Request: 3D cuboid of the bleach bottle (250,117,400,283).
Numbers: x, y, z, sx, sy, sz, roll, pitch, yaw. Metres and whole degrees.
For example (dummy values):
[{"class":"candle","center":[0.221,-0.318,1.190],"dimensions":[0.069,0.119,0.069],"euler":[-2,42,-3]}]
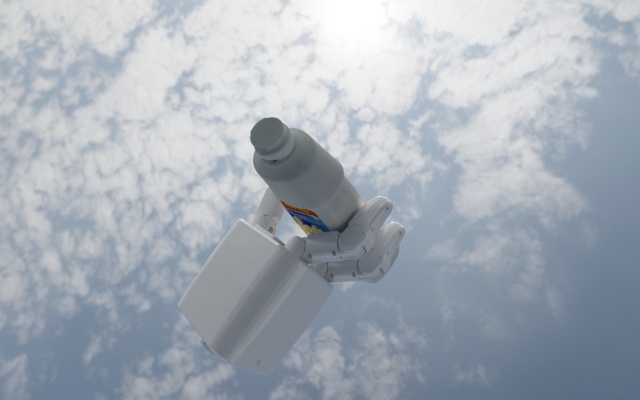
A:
[{"class":"bleach bottle","center":[0.000,0.002,0.459],"dimensions":[0.102,0.068,0.251],"euler":[29,-12,33]}]
